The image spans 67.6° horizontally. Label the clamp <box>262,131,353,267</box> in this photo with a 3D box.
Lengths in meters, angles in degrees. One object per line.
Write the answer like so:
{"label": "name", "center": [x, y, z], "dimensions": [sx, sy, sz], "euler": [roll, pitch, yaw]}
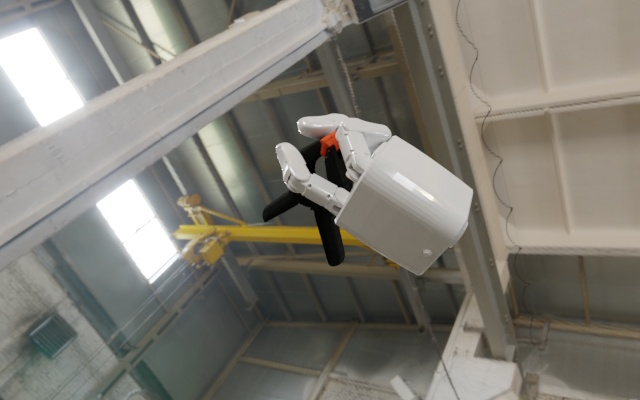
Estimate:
{"label": "clamp", "center": [0.000, 0.001, 0.554], "dimensions": [0.120, 0.172, 0.039], "euler": [34, 46, 6]}
